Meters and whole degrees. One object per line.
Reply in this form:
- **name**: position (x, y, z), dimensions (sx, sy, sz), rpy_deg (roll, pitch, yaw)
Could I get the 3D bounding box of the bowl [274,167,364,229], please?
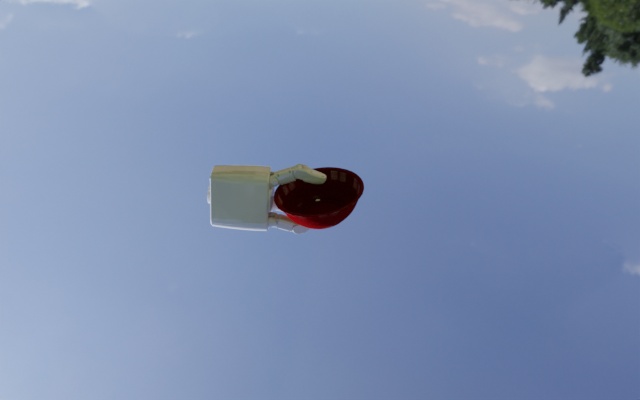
- **bowl**: position (0.001, 0.003, 0.856), dimensions (0.162, 0.055, 0.162), rpy_deg (-7, 33, 5)
